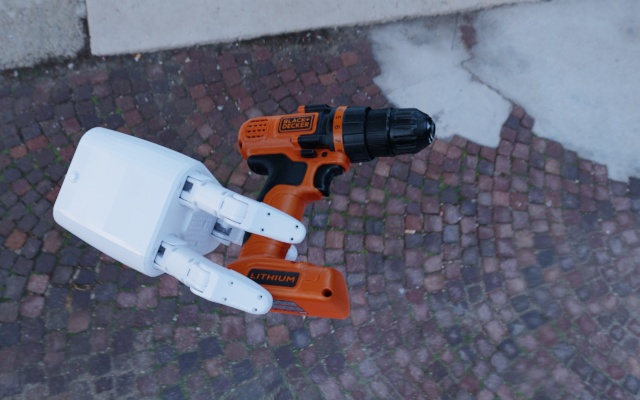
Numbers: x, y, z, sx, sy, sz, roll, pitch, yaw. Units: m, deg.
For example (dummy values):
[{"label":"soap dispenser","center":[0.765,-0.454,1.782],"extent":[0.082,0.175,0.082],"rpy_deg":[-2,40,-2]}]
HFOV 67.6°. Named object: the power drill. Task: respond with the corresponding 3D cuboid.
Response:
[{"label":"power drill","center":[0.000,0.002,0.407],"extent":[0.184,0.187,0.057],"rpy_deg":[-1,-30,23]}]
